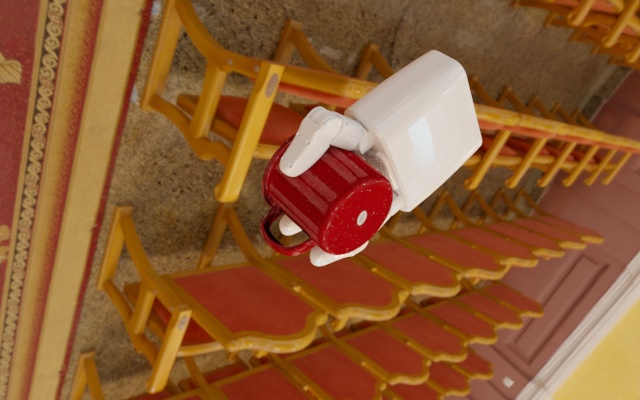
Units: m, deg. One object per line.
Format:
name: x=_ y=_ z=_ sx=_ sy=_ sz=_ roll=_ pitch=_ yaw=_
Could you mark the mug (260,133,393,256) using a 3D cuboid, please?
mug: x=-0.001 y=0.002 z=0.418 sx=0.081 sy=0.117 sz=0.093 roll=42 pitch=-14 yaw=35
